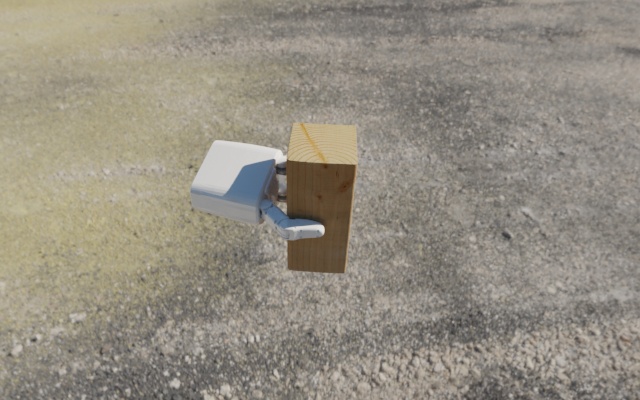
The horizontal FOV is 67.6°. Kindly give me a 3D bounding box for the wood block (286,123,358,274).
[{"bbox_3d":[0.000,0.002,0.686,0.090,0.206,0.090,3,41,1],"label":"wood block"}]
